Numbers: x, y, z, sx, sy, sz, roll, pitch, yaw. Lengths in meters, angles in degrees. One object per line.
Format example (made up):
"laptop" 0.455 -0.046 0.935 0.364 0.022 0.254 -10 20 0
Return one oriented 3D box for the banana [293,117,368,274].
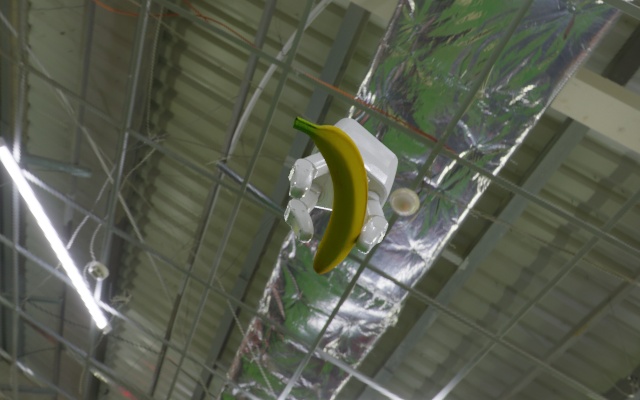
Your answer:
"banana" 0.018 0.000 0.518 0.069 0.198 0.037 2 31 15
